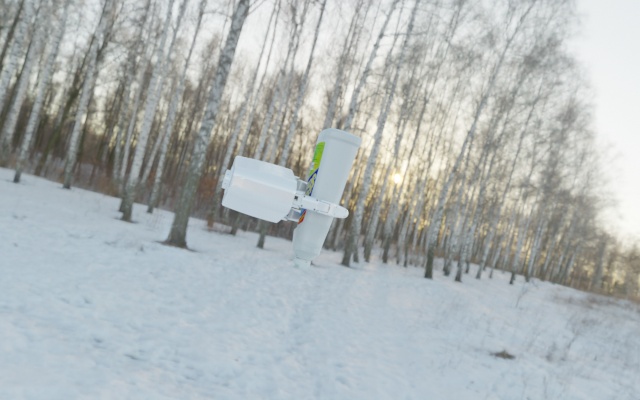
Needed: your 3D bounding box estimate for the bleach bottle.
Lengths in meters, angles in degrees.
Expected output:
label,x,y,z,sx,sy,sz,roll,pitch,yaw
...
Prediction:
label,x,y,z,sx,sy,sz,roll,pitch,yaw
bleach bottle,0.000,0.003,0.852,0.068,0.251,0.102,17,-2,-14
